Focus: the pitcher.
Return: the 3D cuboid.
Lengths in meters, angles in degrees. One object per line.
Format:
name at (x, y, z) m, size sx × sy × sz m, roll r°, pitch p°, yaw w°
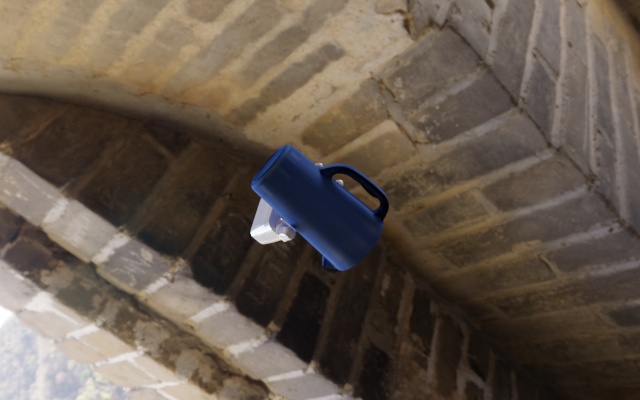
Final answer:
pitcher at (0.000, 0.003, 0.898) m, size 0.243 × 0.149 × 0.145 m, roll 41°, pitch -29°, yaw -15°
